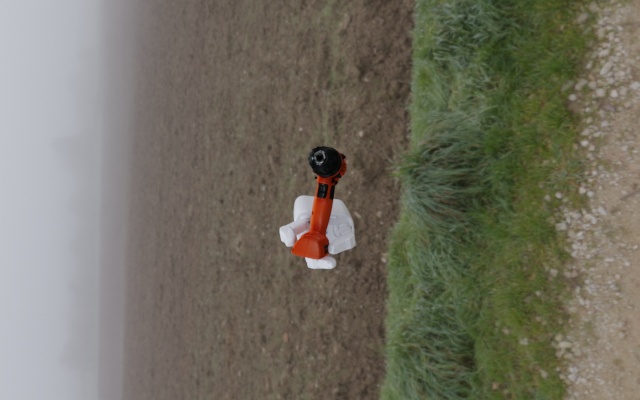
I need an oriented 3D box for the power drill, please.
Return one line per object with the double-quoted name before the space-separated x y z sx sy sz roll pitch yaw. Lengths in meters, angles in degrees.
"power drill" 0.000 0.003 0.812 0.057 0.187 0.184 14 2 11
